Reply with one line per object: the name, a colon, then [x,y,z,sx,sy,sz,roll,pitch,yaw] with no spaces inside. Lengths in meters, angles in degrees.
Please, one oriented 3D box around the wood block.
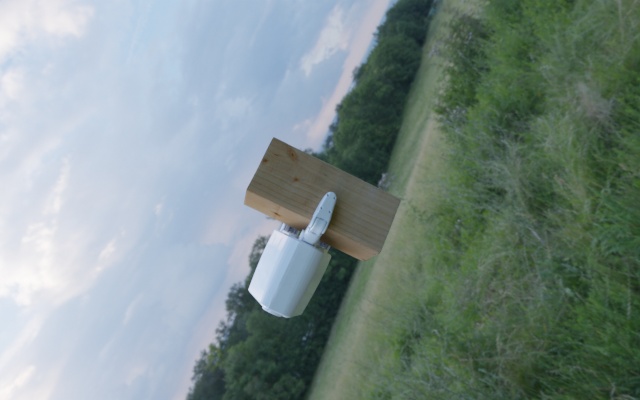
wood block: [0.000,0.003,0.712,0.206,0.090,0.091,26,-18,-4]
